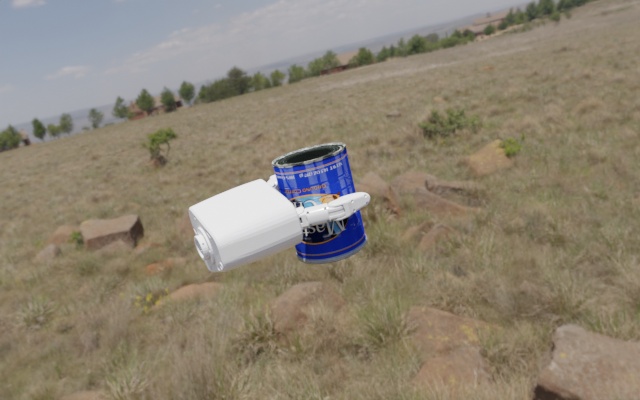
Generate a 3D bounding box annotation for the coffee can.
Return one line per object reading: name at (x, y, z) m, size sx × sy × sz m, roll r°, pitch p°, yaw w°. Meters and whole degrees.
coffee can at (0.000, 0.002, 0.657) m, size 0.103 × 0.140 × 0.102 m, roll -13°, pitch 16°, yaw 4°
